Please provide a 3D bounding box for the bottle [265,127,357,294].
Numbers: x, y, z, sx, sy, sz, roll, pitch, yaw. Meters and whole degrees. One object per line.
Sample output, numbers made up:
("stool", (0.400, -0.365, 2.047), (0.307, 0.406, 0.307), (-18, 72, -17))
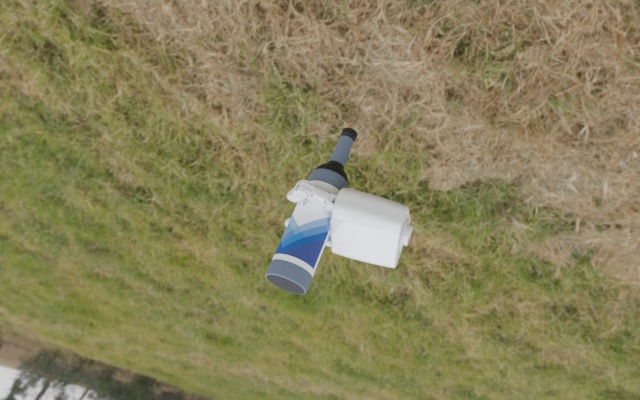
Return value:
("bottle", (0.000, 0.003, 0.770), (0.069, 0.295, 0.069), (18, -26, 9))
